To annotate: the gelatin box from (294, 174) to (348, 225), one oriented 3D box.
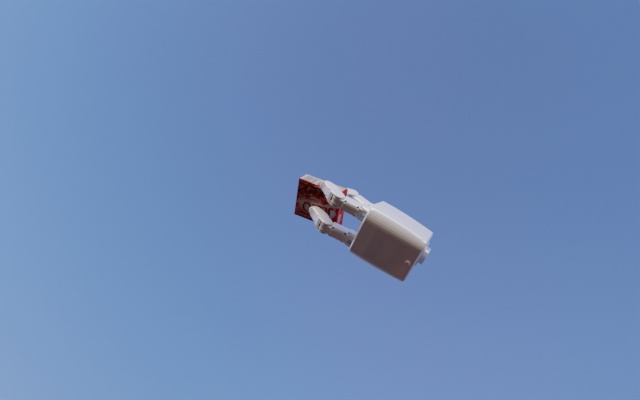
[{"bbox_3d":[0.000,0.003,0.849,0.089,0.073,0.030,21,28,23],"label":"gelatin box"}]
